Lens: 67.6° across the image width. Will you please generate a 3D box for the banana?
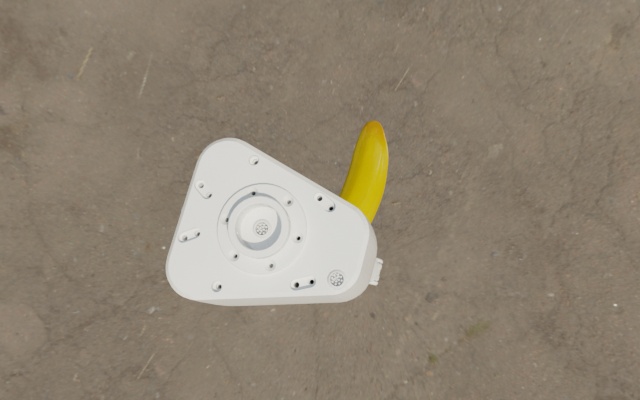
[{"bbox_3d":[0.012,0.015,0.441,0.069,0.198,0.037,39,-4,16],"label":"banana"}]
